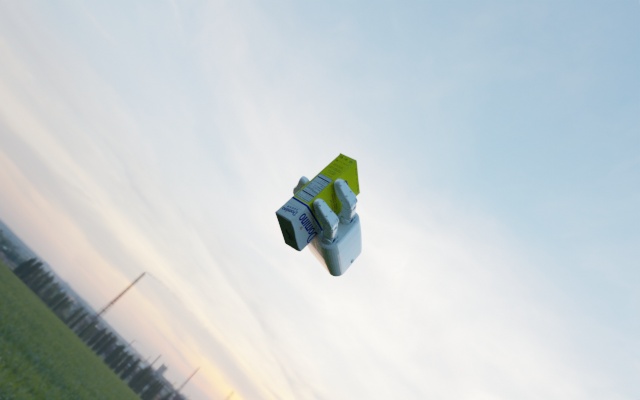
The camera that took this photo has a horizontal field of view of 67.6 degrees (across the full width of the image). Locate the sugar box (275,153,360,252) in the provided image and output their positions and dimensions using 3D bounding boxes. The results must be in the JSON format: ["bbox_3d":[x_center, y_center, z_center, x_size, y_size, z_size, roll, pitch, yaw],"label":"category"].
[{"bbox_3d":[0.001,0.003,0.860,0.048,0.093,0.176,27,59,30],"label":"sugar box"}]
